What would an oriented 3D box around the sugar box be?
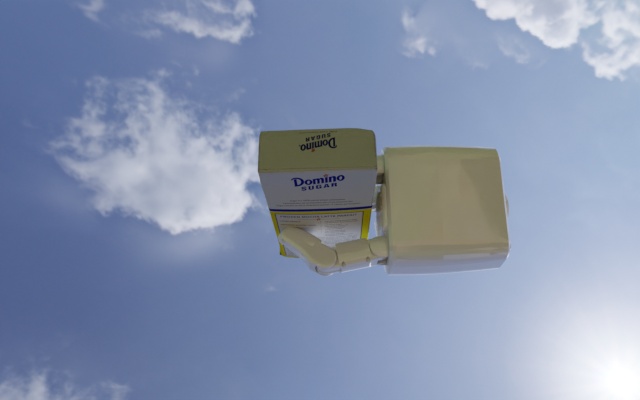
[{"bbox_3d":[0.000,0.001,0.441,0.093,0.048,0.176,-1,-30,0],"label":"sugar box"}]
